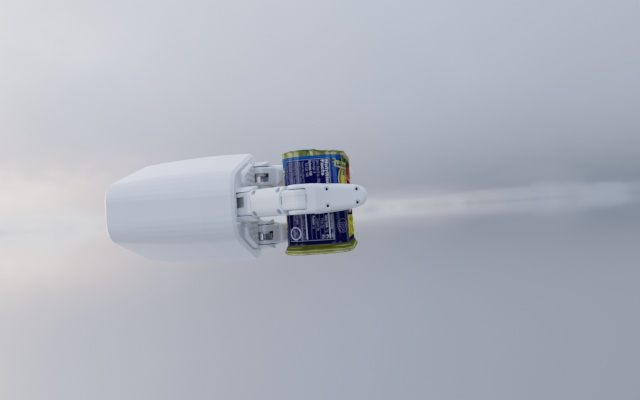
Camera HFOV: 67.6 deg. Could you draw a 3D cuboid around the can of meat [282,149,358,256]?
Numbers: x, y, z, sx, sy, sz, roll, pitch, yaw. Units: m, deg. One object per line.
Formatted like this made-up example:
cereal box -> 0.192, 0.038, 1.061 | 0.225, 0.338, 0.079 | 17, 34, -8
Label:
can of meat -> 0.000, 0.001, 0.423 | 0.057, 0.084, 0.102 | -4, -1, 7
